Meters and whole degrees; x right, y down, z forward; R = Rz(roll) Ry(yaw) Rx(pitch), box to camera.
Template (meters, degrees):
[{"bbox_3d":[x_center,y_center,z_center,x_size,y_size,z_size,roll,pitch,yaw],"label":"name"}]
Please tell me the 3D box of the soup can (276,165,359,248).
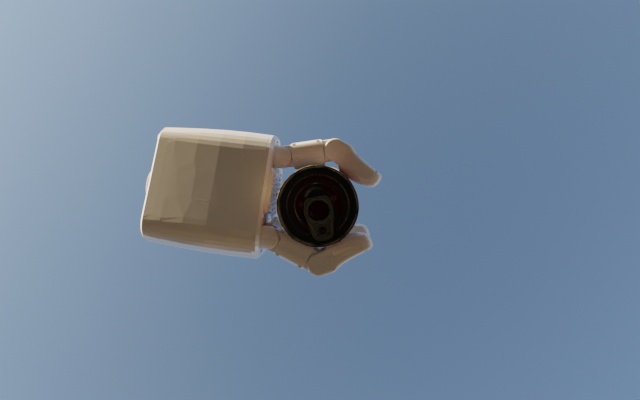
[{"bbox_3d":[0.001,0.001,0.439,0.068,0.068,0.102,0,4,3],"label":"soup can"}]
